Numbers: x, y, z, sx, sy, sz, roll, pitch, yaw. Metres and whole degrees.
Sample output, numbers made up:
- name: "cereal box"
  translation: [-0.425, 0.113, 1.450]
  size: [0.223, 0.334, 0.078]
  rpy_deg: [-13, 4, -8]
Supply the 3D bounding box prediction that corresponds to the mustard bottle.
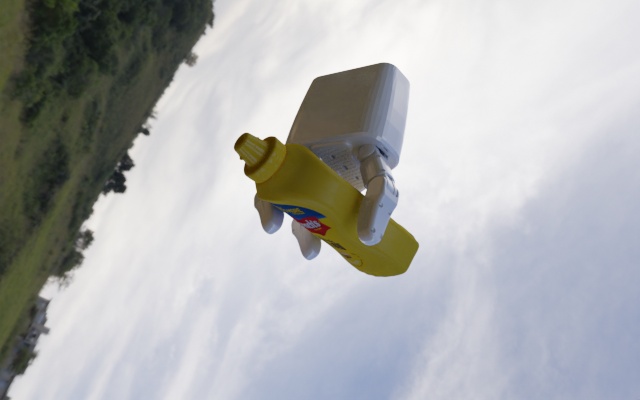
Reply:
- name: "mustard bottle"
  translation: [0.000, 0.002, 0.434]
  size: [0.192, 0.058, 0.096]
  rpy_deg: [38, -14, -31]
